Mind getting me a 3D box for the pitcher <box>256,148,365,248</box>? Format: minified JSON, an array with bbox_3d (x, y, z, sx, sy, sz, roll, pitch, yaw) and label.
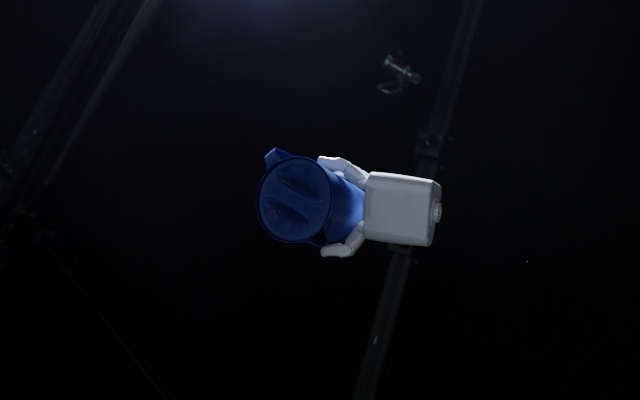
[{"bbox_3d":[0.000,0.003,0.829,0.145,0.149,0.243,8,-3,25],"label":"pitcher"}]
